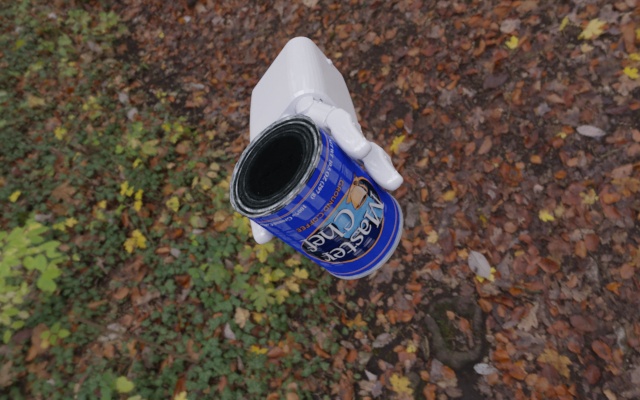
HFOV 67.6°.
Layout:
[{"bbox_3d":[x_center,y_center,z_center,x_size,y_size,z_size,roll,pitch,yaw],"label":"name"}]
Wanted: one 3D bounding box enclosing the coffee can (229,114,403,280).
[{"bbox_3d":[0.000,0.002,0.452,0.103,0.102,0.140,0,-28,42],"label":"coffee can"}]
